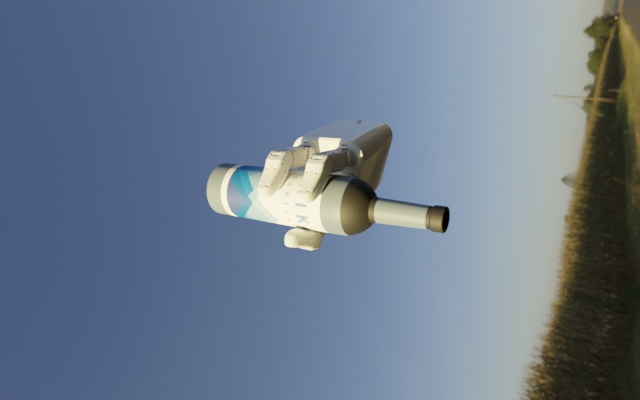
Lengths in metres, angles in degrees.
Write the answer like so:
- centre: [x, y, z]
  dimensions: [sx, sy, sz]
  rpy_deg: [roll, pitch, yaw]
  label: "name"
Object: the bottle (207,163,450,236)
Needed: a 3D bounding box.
- centre: [0.000, 0.002, 0.553]
  dimensions: [0.295, 0.069, 0.069]
  rpy_deg: [8, 4, 30]
  label: "bottle"
